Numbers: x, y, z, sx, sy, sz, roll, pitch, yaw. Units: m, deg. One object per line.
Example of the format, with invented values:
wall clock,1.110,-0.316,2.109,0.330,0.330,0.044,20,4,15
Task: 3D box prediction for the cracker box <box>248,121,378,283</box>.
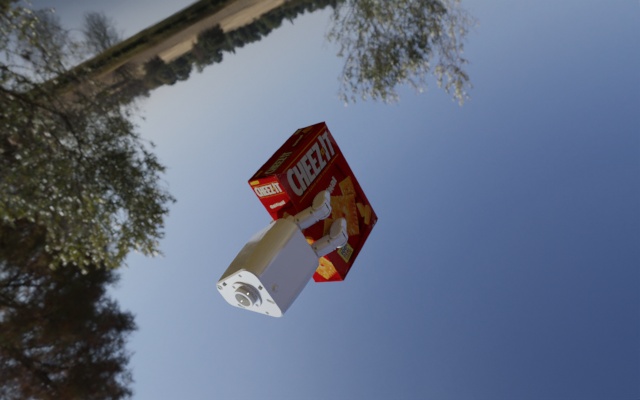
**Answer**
cracker box,0.000,0.003,0.791,0.072,0.214,0.164,-10,30,39
